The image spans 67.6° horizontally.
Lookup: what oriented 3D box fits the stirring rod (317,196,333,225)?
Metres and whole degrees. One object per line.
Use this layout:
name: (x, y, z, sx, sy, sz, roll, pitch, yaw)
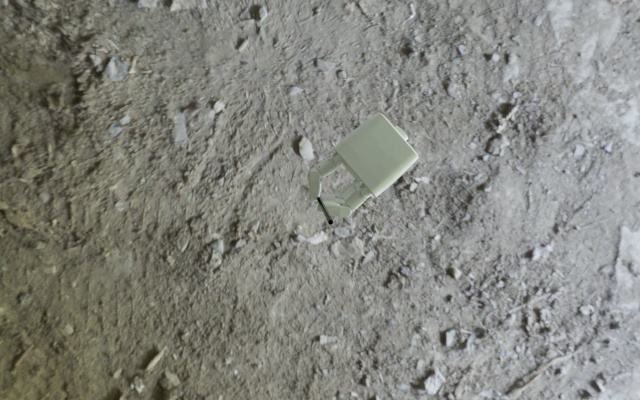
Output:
stirring rod: (0.000, 0.003, 0.844, 0.011, 0.011, 0.239, 0, 15, -8)
